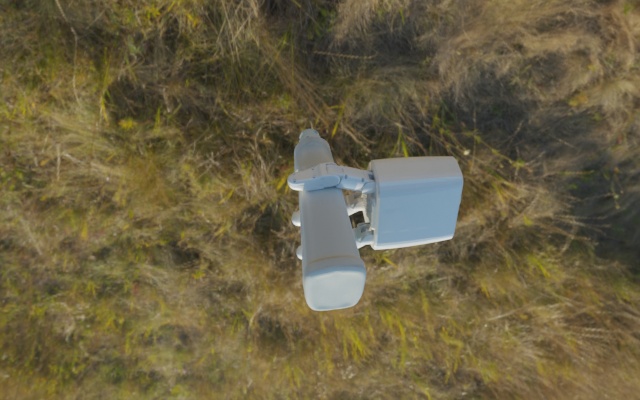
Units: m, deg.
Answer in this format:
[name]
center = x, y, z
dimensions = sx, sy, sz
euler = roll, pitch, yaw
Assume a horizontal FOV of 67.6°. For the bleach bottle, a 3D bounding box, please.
[bleach bottle]
center = 0.000, 0.002, 0.595
dimensions = 0.068, 0.250, 0.103
euler = -5, -37, -5
